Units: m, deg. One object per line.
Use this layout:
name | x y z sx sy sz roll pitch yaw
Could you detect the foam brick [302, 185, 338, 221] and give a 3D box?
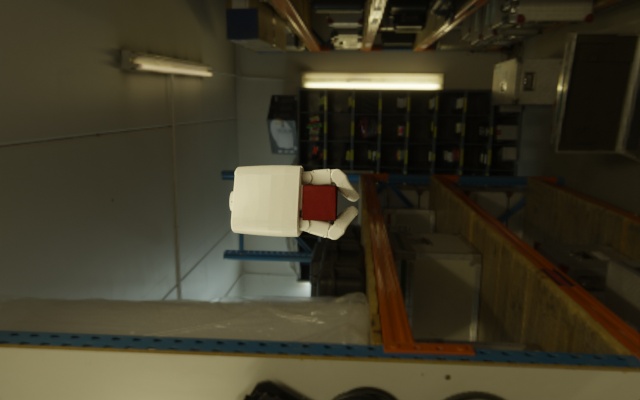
foam brick | 0.000 0.002 0.734 0.051 0.053 0.078 2 3 3
